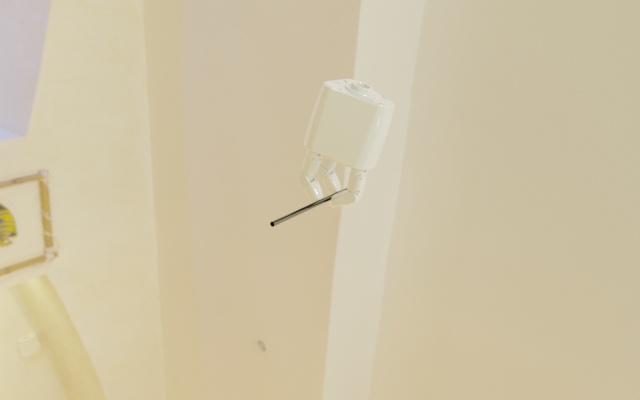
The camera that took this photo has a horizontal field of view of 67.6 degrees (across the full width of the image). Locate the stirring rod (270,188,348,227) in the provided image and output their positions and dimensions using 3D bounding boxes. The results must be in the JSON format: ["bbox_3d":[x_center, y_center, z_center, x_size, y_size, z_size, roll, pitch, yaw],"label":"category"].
[{"bbox_3d":[0.000,0.003,0.771,0.011,0.011,0.239,0,15,36],"label":"stirring rod"}]
